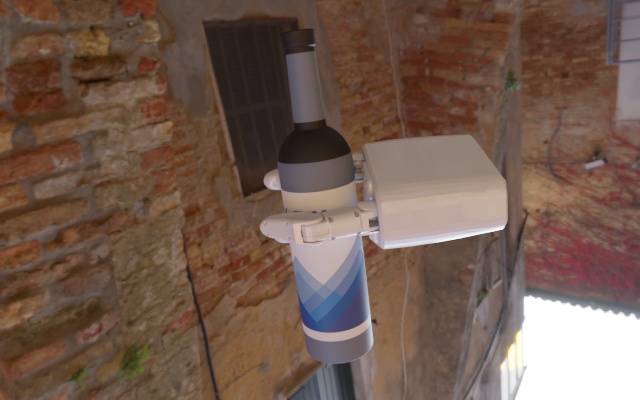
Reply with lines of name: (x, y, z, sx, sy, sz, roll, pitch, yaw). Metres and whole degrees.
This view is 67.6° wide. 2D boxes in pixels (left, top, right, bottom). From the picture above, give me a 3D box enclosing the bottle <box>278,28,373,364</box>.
bottle: (0.000, 0.002, 0.431, 0.069, 0.296, 0.069, -7, 16, 2)
